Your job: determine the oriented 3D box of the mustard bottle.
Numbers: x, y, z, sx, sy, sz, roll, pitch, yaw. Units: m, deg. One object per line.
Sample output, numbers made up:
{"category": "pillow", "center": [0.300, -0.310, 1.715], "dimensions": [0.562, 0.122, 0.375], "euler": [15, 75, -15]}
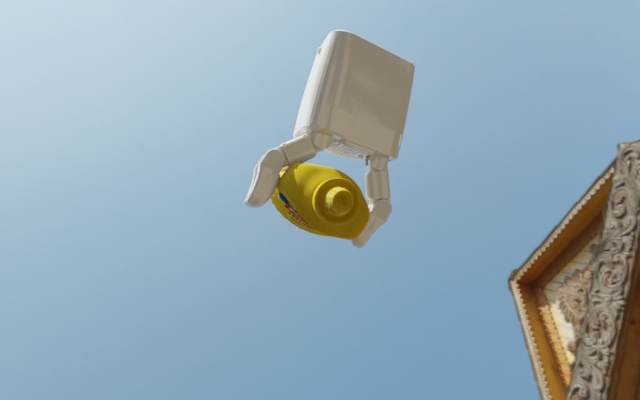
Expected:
{"category": "mustard bottle", "center": [0.000, 0.002, 0.485], "dimensions": [0.096, 0.058, 0.191], "euler": [38, -8, -9]}
